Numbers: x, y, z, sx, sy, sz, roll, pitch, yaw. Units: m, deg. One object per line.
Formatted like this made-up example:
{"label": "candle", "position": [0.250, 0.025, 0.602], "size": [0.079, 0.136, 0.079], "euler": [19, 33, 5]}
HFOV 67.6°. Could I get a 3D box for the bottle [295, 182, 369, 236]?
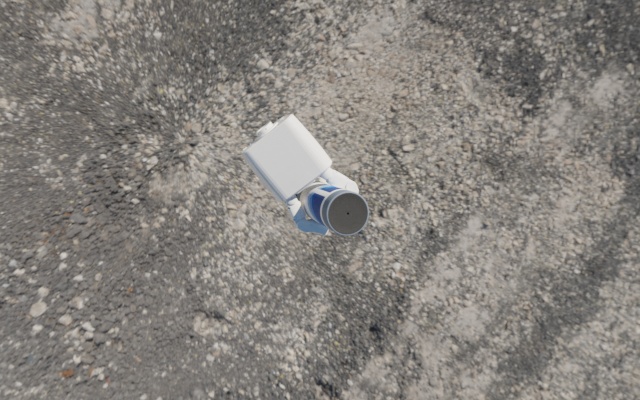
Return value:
{"label": "bottle", "position": [0.000, 0.003, 0.839], "size": [0.069, 0.069, 0.295], "euler": [0, 7, -16]}
